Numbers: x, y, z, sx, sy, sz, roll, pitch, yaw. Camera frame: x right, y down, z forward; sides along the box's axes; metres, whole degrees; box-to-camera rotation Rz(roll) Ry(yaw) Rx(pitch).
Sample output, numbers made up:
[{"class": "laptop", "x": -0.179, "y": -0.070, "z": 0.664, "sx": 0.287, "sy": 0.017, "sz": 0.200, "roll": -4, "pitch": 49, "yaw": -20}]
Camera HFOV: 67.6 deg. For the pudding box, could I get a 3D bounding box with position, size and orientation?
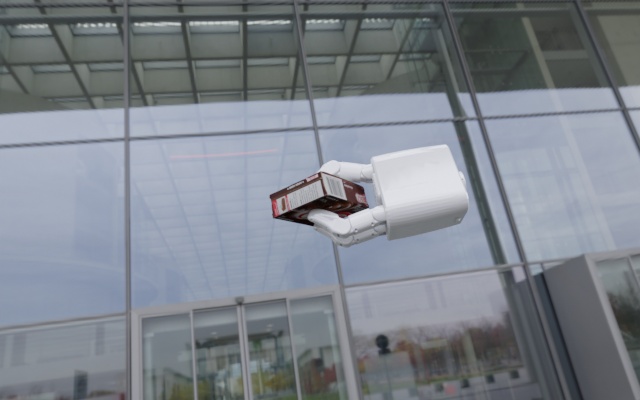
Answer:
[{"class": "pudding box", "x": 0.000, "y": 0.002, "z": 0.652, "sx": 0.090, "sy": 0.039, "sz": 0.113, "roll": -24, "pitch": -24, "yaw": 28}]
